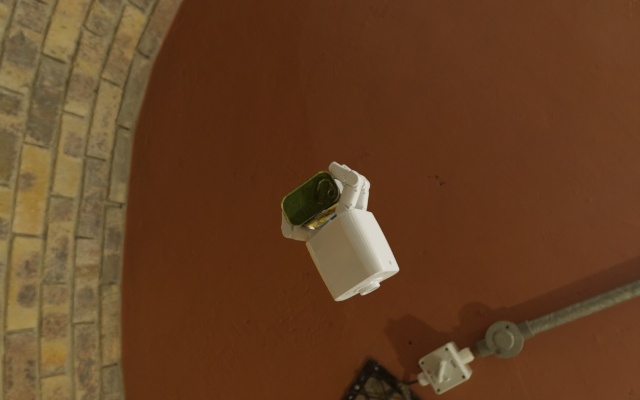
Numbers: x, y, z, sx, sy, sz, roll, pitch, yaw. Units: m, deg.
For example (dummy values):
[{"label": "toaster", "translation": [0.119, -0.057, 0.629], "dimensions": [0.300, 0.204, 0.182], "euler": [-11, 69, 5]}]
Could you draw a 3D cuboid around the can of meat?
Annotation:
[{"label": "can of meat", "translation": [0.000, 0.003, 0.784], "dimensions": [0.102, 0.057, 0.084], "euler": [-35, -21, 18]}]
